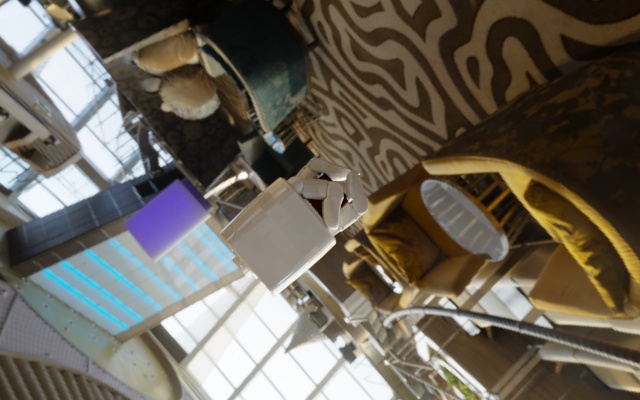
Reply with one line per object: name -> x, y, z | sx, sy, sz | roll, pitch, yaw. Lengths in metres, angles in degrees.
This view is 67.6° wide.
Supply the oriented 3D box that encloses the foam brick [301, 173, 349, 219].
foam brick -> 0.000, 0.002, 0.676 | 0.051, 0.053, 0.078 | -43, -2, -11
